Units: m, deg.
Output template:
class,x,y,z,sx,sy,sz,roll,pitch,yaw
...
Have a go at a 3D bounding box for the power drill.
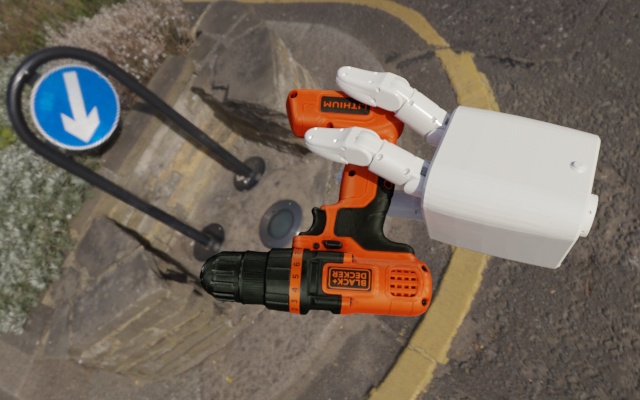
class,x,y,z,sx,sy,sz,roll,pitch,yaw
power drill,0.000,0.001,0.404,0.184,0.187,0.057,4,-16,0
